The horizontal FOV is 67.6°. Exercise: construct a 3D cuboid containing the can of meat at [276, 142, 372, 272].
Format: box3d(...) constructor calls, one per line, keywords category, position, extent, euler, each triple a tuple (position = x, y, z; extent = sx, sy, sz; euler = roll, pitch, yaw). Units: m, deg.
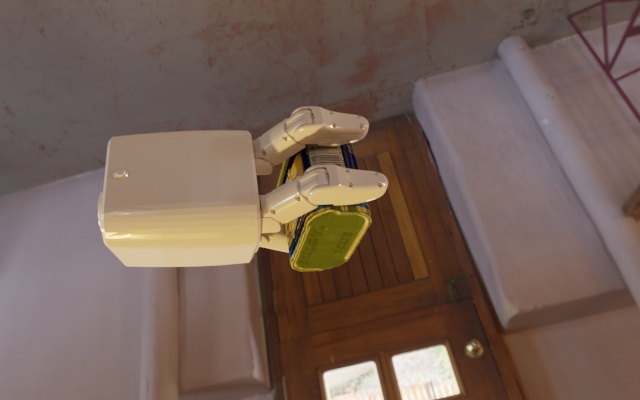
box3d(category="can of meat", position=(0.000, 0.002, 0.404), extent=(0.057, 0.084, 0.102), euler=(0, -34, -16))
